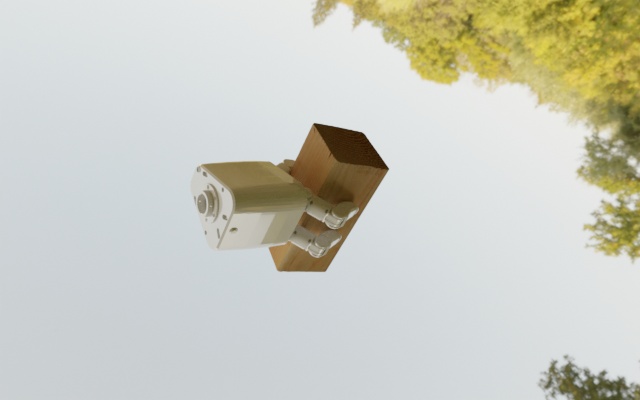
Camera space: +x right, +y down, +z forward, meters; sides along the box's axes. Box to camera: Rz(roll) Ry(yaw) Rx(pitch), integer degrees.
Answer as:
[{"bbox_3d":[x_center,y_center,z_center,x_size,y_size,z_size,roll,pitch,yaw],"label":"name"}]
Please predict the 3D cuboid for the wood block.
[{"bbox_3d":[0.000,0.002,0.695,0.090,0.206,0.090,5,39,-32],"label":"wood block"}]
